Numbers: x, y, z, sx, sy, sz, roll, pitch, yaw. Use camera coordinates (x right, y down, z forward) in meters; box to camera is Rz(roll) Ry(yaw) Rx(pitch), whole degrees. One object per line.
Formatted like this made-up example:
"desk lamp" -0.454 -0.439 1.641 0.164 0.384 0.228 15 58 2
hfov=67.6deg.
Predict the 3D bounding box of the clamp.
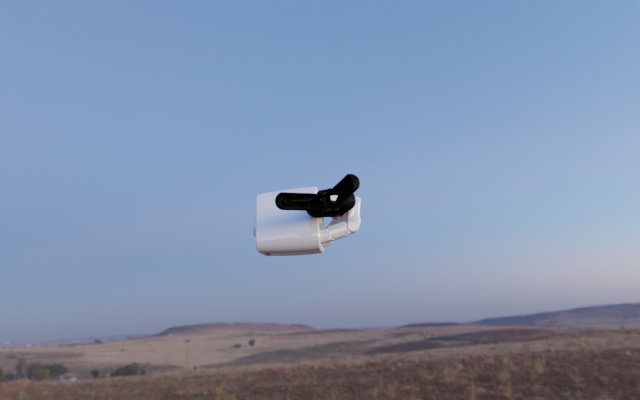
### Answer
"clamp" 0.000 0.002 0.721 0.120 0.039 0.171 -7 -15 3
